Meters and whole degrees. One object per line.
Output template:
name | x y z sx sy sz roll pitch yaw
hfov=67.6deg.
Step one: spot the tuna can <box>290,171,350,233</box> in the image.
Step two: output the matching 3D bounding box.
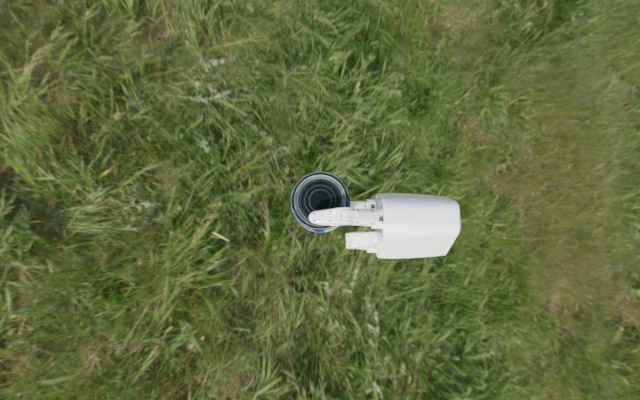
tuna can | 0.000 0.002 0.682 0.086 0.086 0.034 0 -8 3
